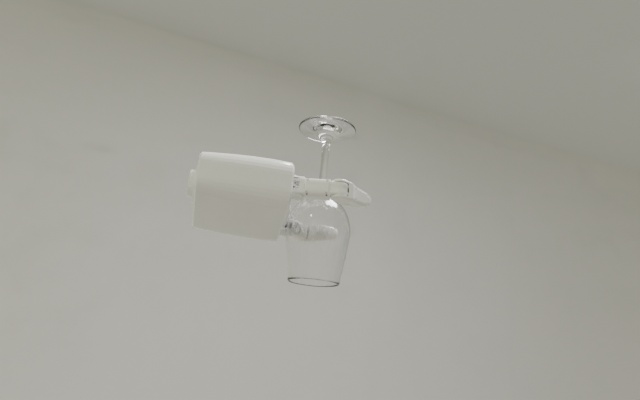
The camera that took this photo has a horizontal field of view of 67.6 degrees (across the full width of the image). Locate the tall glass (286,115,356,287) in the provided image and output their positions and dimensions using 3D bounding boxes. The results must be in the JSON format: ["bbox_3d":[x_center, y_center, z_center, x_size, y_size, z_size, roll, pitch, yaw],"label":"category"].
[{"bbox_3d":[0.000,0.001,0.589,0.079,0.201,0.079,4,-18,1],"label":"tall glass"}]
